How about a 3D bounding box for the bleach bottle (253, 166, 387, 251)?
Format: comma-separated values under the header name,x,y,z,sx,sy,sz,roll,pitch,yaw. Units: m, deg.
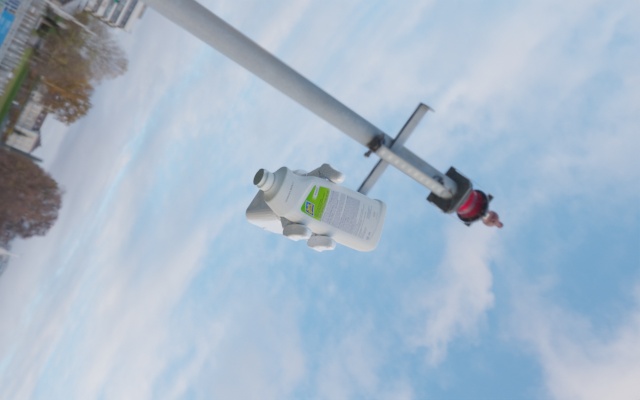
name,x,y,z,sx,sy,sz,roll,pitch,yaw
bleach bottle,0.000,0.003,0.801,0.251,0.102,0.068,27,-20,-34
